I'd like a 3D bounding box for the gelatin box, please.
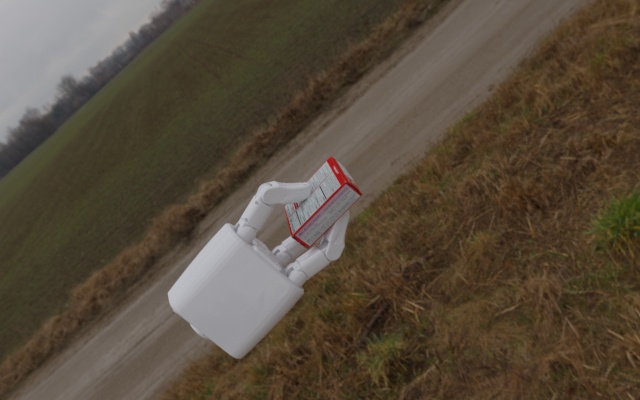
[{"bbox_3d":[0.000,0.001,0.546,0.030,0.089,0.073,37,13,-26],"label":"gelatin box"}]
